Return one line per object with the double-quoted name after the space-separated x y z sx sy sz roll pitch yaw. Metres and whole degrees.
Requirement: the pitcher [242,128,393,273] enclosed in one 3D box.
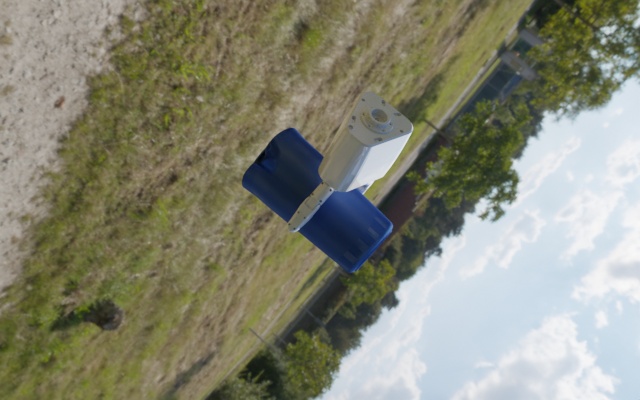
0.000 0.003 0.804 0.149 0.243 0.145 -40 -12 -39 "pitcher"
